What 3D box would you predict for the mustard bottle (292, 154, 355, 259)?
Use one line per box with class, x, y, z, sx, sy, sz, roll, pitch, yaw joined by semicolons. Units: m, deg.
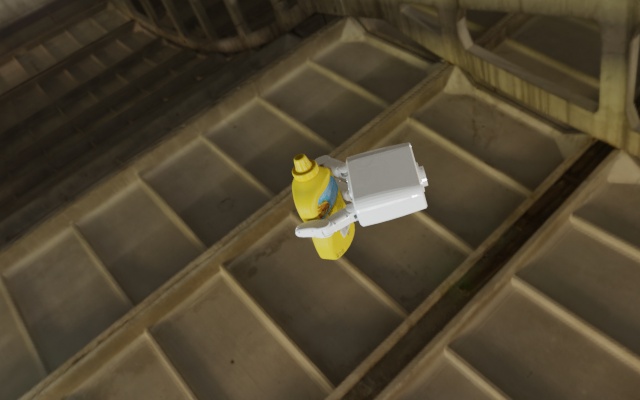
mustard bottle;0.000;0.003;0.782;0.058;0.192;0.096;2;46;30
